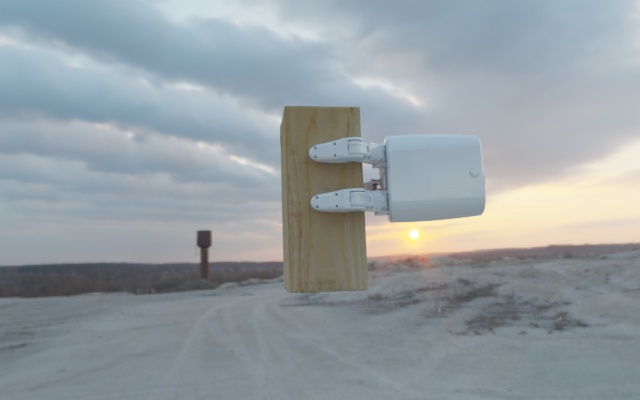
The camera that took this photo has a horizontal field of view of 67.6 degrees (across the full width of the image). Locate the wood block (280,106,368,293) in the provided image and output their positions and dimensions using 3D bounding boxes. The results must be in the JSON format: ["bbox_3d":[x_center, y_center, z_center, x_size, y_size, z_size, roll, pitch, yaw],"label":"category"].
[{"bbox_3d":[0.000,0.002,0.568,0.090,0.206,0.091,-1,-7,-7],"label":"wood block"}]
